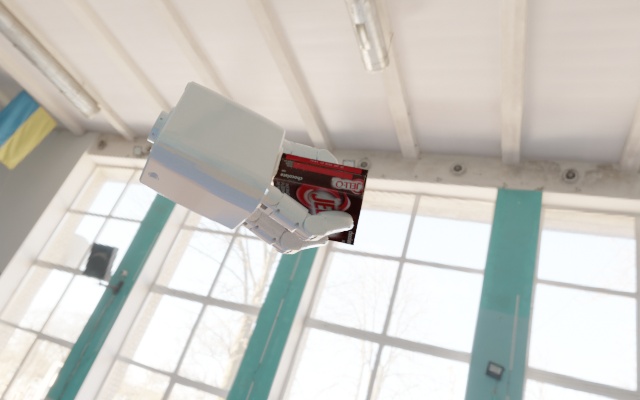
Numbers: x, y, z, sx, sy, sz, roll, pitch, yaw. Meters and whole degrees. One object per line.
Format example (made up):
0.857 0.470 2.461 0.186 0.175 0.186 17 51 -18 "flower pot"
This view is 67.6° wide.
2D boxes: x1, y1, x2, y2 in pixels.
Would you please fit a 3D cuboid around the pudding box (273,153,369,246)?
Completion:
0.000 0.002 0.509 0.090 0.039 0.114 13 -27 6 "pudding box"
